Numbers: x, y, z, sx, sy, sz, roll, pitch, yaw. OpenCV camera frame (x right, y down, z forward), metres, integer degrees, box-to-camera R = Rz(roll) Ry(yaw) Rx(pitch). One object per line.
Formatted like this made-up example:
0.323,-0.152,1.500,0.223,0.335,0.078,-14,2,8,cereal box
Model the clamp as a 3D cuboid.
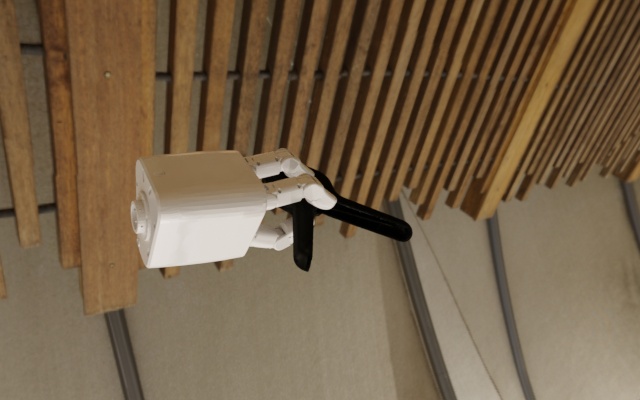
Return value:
-0.001,0.002,0.581,0.164,0.036,0.210,-5,36,-33,clamp
